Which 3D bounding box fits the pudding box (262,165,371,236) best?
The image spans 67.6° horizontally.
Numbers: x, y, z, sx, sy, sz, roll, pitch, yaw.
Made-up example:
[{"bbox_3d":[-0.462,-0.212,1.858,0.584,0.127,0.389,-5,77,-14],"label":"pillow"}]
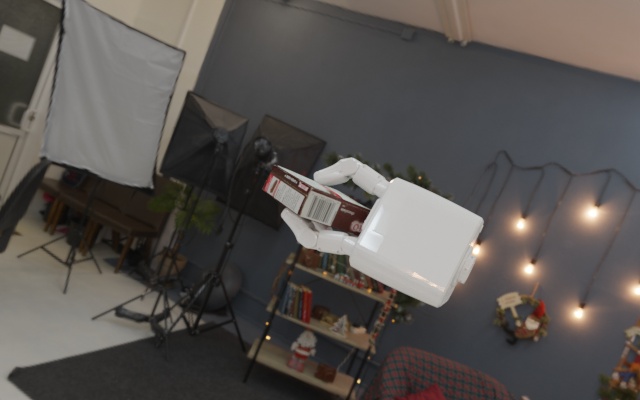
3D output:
[{"bbox_3d":[0.000,0.002,0.574,0.113,0.039,0.090,23,5,-40],"label":"pudding box"}]
